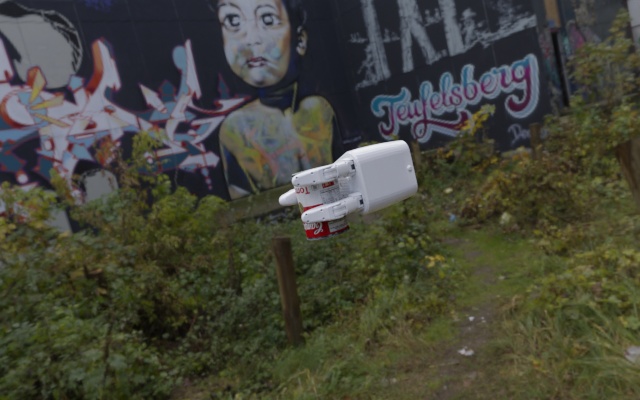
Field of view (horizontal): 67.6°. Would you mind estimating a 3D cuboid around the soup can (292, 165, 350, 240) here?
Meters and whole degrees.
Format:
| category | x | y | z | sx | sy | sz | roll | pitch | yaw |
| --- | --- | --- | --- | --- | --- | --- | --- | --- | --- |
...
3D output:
| category | x | y | z | sx | sy | sz | roll | pitch | yaw |
| --- | --- | --- | --- | --- | --- | --- | --- | --- | --- |
| soup can | 0.000 | 0.002 | 0.728 | 0.068 | 0.102 | 0.068 | -14 | 6 | 2 |
